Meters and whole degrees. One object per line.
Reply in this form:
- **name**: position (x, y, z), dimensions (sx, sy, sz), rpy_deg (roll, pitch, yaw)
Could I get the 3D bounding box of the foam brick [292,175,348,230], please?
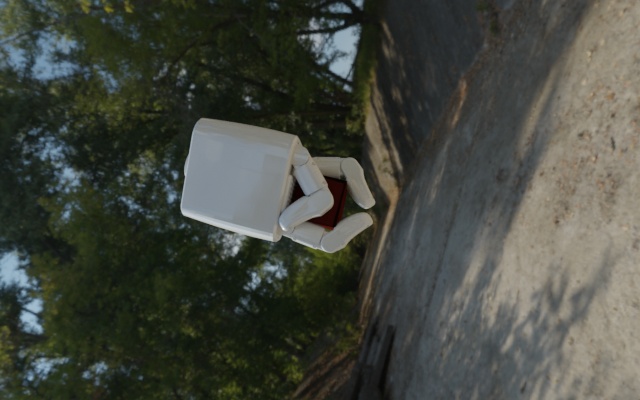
- **foam brick**: position (0.000, 0.002, 0.534), dimensions (0.051, 0.053, 0.078), rpy_deg (13, -6, 5)
